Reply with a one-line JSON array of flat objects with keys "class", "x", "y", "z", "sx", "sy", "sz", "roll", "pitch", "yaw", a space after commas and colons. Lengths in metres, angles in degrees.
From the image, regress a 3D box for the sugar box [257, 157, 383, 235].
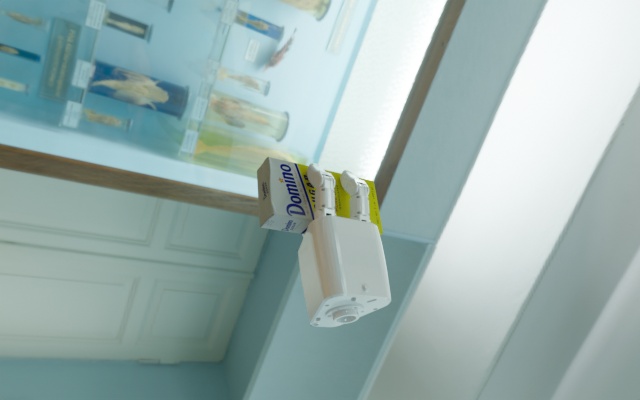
[{"class": "sugar box", "x": 0.000, "y": 0.002, "z": 0.672, "sx": 0.176, "sy": 0.093, "sz": 0.048, "roll": 12, "pitch": -35, "yaw": -31}]
